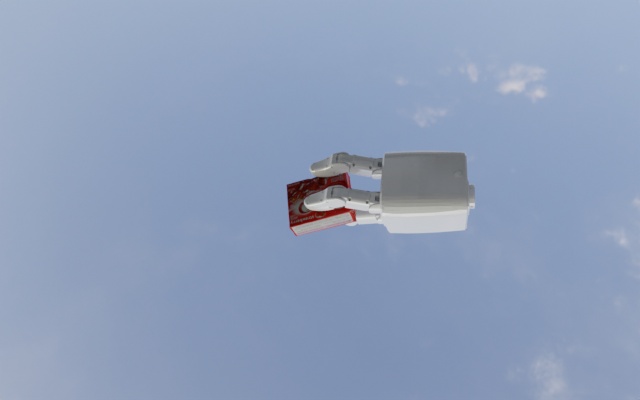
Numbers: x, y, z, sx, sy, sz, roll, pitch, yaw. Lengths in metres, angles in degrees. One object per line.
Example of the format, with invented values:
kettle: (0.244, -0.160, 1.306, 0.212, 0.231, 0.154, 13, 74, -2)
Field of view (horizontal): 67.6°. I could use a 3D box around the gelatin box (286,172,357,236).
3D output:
gelatin box: (0.000, 0.002, 0.652, 0.089, 0.073, 0.030, -15, -36, 11)
